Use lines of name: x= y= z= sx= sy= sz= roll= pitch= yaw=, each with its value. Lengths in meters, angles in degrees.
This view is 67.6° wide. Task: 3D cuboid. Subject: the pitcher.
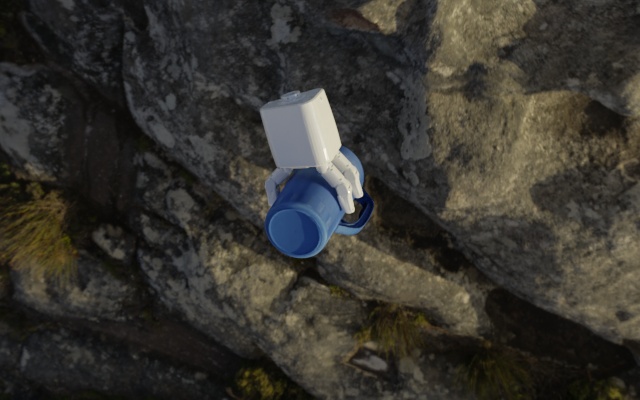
pitcher: x=0.000 y=0.003 z=0.868 sx=0.149 sy=0.145 sz=0.242 roll=-6 pitch=25 yaw=21
